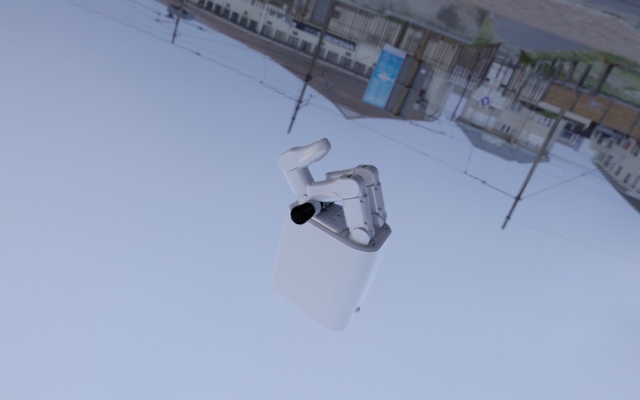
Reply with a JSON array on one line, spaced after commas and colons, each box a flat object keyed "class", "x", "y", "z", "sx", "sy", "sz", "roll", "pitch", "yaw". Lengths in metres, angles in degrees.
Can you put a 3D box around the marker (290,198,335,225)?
[{"class": "marker", "x": 0.000, "y": 0.002, "z": 0.505, "sx": 0.020, "sy": 0.020, "sz": 0.121, "roll": 0, "pitch": 14, "yaw": 23}]
